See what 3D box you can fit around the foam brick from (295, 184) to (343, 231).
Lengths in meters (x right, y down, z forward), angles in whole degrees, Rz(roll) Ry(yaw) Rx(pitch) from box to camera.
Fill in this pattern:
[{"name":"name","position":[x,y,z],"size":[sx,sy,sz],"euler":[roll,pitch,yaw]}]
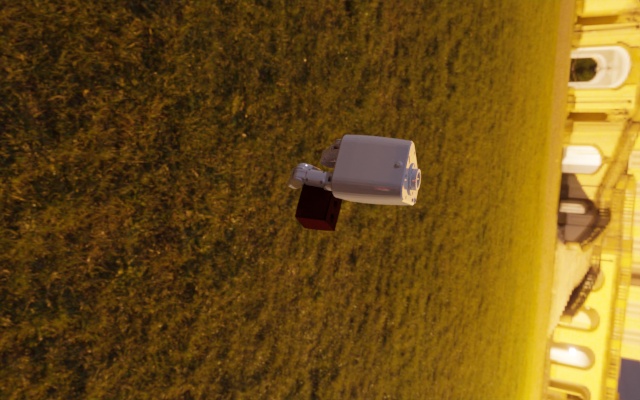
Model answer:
[{"name":"foam brick","position":[0.000,0.003,0.741],"size":[0.051,0.078,0.053],"euler":[8,-19,20]}]
